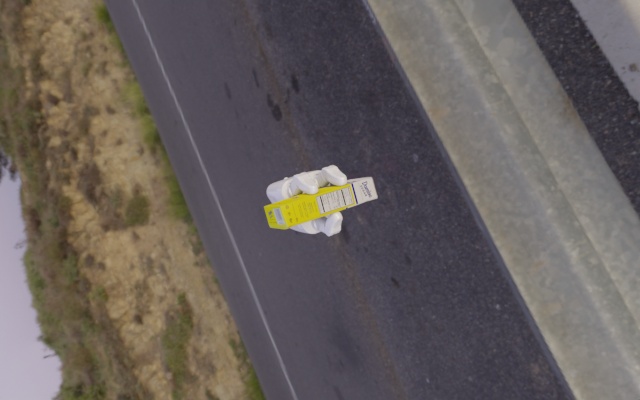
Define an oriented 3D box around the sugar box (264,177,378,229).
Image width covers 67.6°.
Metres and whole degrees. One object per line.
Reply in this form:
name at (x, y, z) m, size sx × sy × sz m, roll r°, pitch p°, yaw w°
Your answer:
sugar box at (0.000, 0.002, 0.829) m, size 0.176 × 0.048 × 0.093 m, roll -21°, pitch 7°, yaw -23°
